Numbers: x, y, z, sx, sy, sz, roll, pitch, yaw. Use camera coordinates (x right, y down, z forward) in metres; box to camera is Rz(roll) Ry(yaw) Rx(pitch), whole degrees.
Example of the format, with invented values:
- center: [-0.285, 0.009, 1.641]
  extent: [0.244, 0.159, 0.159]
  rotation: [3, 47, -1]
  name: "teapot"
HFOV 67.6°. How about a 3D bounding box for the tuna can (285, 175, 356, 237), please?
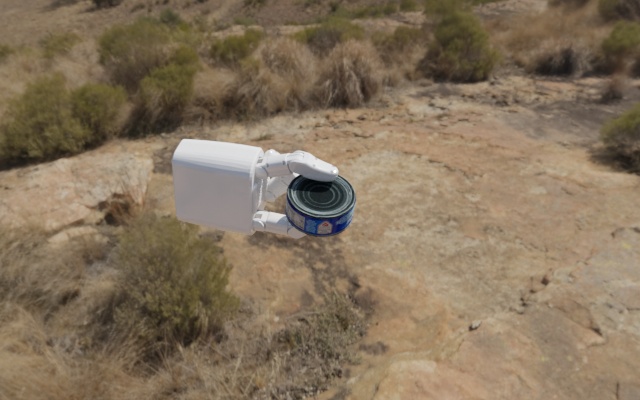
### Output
- center: [0.000, 0.002, 0.584]
  extent: [0.086, 0.034, 0.086]
  rotation: [4, 45, -4]
  name: "tuna can"
